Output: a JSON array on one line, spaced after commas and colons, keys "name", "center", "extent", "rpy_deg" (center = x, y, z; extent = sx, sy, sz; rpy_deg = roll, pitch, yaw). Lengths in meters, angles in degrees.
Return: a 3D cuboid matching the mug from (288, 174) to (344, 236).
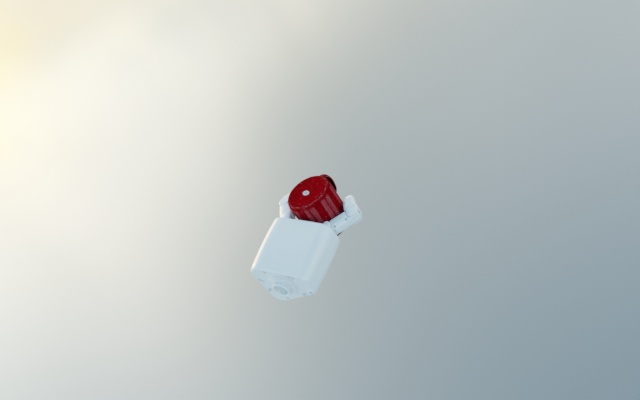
[{"name": "mug", "center": [0.001, 0.002, 0.837], "extent": [0.093, 0.117, 0.081], "rpy_deg": [-6, -46, 35]}]
